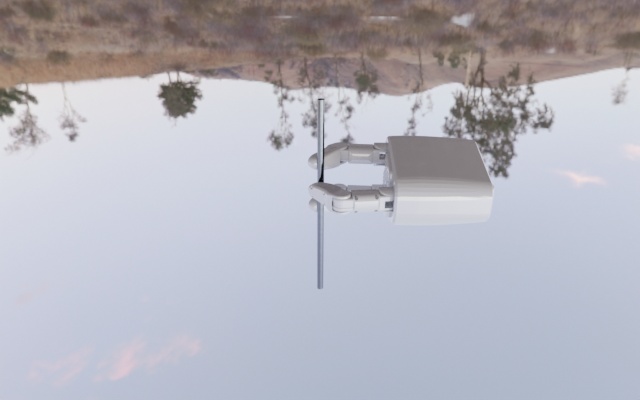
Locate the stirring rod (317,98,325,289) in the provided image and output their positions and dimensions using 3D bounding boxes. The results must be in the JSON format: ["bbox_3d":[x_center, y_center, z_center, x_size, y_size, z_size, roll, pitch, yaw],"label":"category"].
[{"bbox_3d":[0.000,0.002,0.556,0.011,0.240,0.011,0,25,0],"label":"stirring rod"}]
